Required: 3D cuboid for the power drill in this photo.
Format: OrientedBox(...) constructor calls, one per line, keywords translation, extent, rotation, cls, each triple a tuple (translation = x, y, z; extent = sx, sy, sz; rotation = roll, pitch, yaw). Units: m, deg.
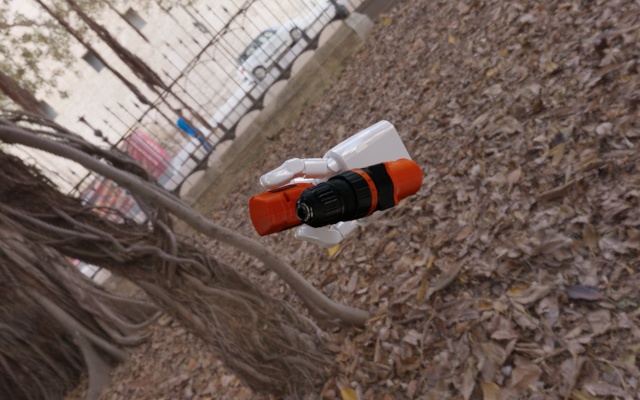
OrientedBox(translation=(0.000, 0.002, 0.553), extent=(0.184, 0.057, 0.187), rotation=(-15, 3, -44), cls="power drill")
